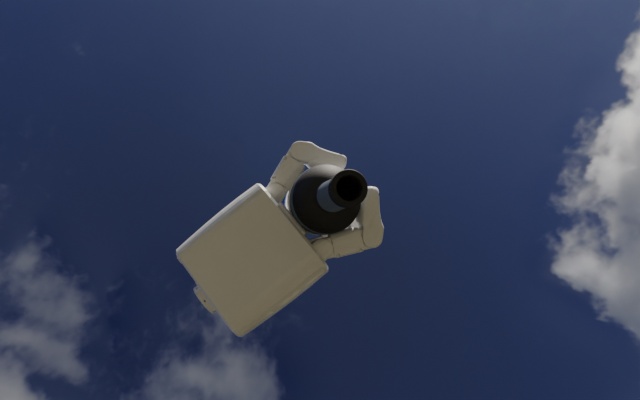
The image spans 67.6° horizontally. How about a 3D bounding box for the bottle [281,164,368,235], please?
[{"bbox_3d":[0.000,0.002,0.486,0.069,0.069,0.296,0,-4,-8],"label":"bottle"}]
